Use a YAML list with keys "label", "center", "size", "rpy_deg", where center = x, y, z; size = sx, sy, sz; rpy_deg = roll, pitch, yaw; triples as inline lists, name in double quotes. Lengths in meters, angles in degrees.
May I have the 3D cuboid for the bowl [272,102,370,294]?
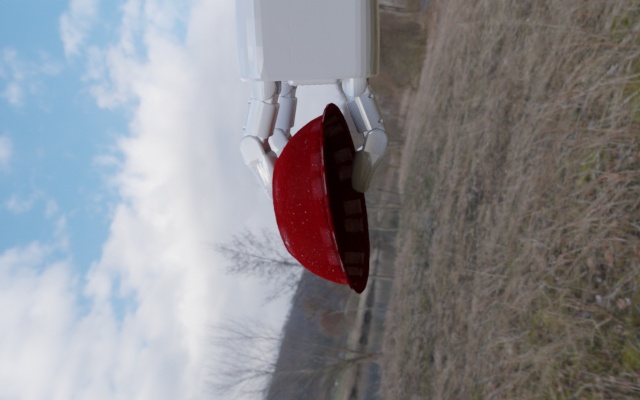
- label: "bowl"
  center: [0.000, 0.003, 0.411]
  size: [0.055, 0.162, 0.162]
  rpy_deg: [-9, -2, 14]
